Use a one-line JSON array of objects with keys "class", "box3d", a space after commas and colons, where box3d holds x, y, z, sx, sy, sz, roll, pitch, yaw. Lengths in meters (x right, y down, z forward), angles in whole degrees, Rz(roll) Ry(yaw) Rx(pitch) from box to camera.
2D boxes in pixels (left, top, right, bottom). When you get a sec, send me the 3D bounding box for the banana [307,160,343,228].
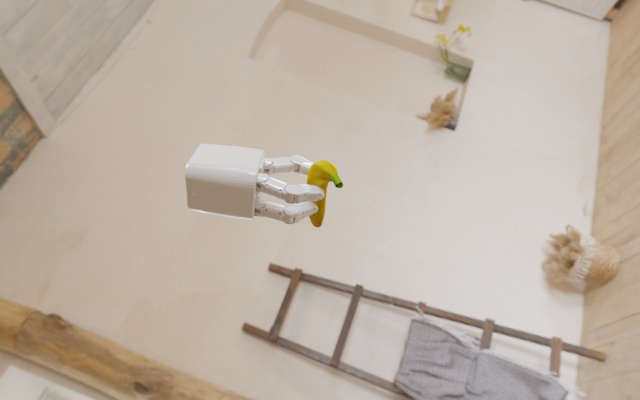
[{"class": "banana", "box3d": [-0.002, -0.016, 0.773, 0.037, 0.069, 0.198, -5, -20, -10]}]
